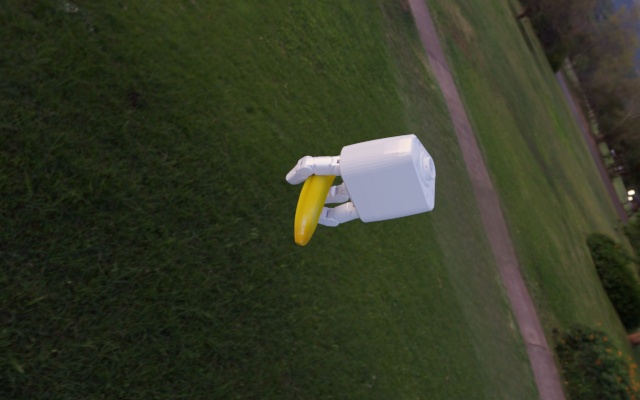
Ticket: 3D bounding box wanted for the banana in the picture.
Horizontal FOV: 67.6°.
[{"bbox_3d":[-0.001,-0.015,0.718,0.037,0.070,0.197,3,33,16],"label":"banana"}]
